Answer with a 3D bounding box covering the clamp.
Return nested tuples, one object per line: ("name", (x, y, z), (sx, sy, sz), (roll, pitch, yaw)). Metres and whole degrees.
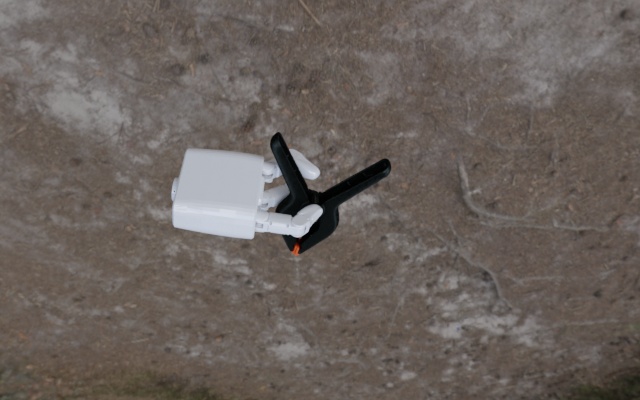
("clamp", (0.000, 0.003, 0.682), (0.164, 0.210, 0.036), (8, 42, -7))
